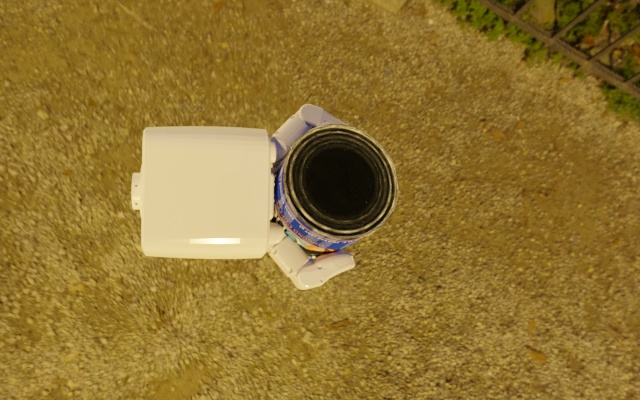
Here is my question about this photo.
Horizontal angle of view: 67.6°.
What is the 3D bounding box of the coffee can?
[{"bbox_3d":[0.000,0.002,0.464,0.103,0.102,0.140,0,-16,-16],"label":"coffee can"}]
